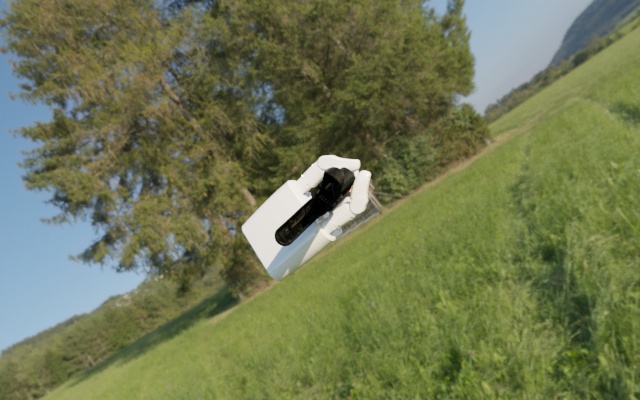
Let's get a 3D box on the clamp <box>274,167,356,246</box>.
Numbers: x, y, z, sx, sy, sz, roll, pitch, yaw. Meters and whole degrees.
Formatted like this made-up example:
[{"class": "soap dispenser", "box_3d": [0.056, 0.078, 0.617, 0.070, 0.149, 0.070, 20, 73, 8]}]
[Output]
[{"class": "clamp", "box_3d": [0.000, 0.002, 0.627, 0.120, 0.039, 0.171, -43, -7, 14]}]
